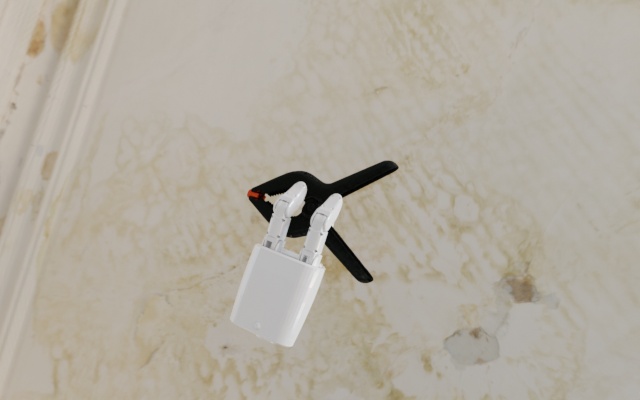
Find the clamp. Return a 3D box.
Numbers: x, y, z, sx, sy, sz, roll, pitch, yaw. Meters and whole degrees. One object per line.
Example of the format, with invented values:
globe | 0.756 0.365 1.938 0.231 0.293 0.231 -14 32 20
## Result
clamp | 0.000 0.002 0.659 0.210 0.164 0.036 19 -4 20
